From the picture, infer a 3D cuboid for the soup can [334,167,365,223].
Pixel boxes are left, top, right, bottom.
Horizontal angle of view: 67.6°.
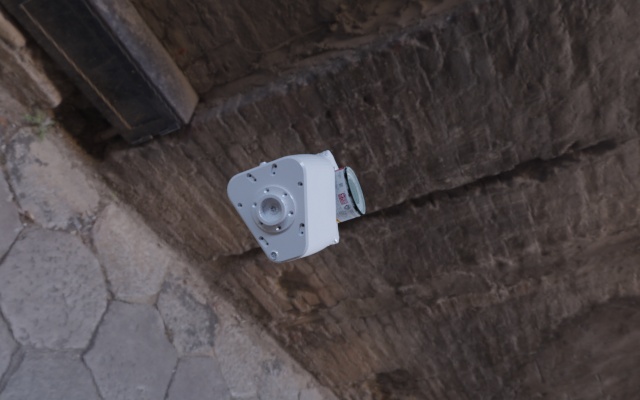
[{"bbox_3d":[0.001,0.002,0.631,0.102,0.068,0.068,-19,-5,16],"label":"soup can"}]
